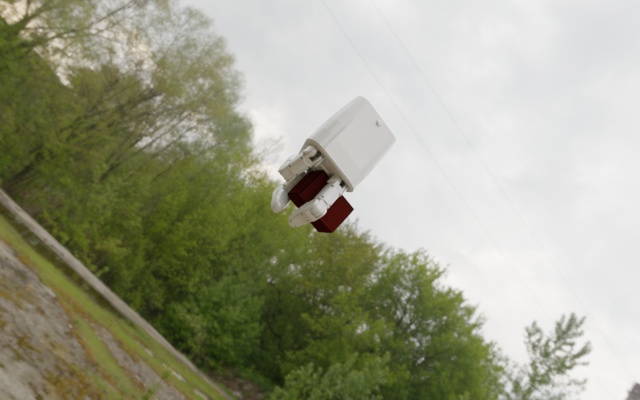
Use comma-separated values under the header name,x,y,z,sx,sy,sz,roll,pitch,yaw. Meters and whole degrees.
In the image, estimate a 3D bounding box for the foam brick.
name,x,y,z,sx,sy,sz,roll,pitch,yaw
foam brick,0.000,0.003,0.693,0.051,0.078,0.053,-45,17,-18
